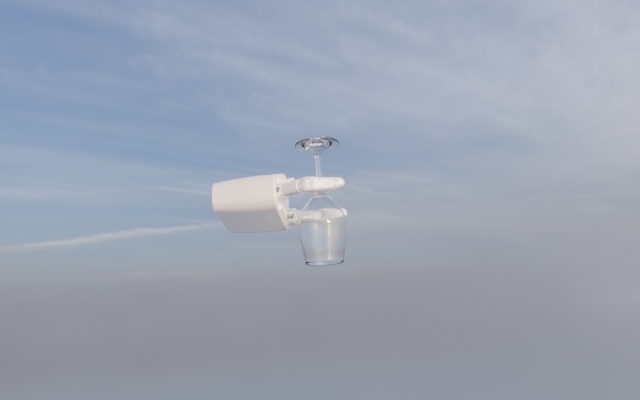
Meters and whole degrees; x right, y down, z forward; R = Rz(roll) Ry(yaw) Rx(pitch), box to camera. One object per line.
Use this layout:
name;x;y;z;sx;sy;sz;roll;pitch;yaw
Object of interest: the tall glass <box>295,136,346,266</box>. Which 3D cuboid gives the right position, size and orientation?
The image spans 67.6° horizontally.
tall glass;0.000;0.002;0.776;0.079;0.201;0.079;-4;-14;-1
